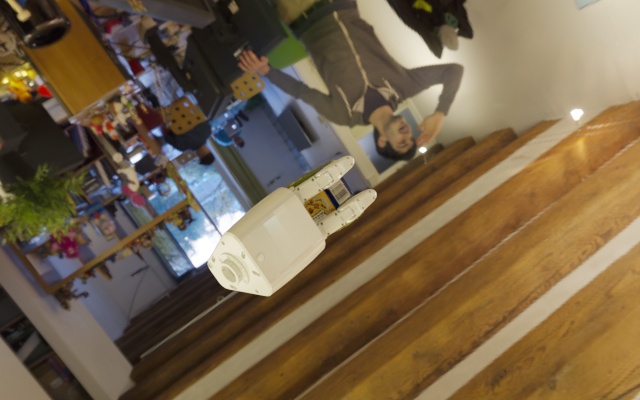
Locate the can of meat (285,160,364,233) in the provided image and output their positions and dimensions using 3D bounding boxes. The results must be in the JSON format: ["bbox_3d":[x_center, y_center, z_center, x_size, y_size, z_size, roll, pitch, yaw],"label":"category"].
[{"bbox_3d":[0.000,0.002,0.676,0.102,0.084,0.057,-25,11,45],"label":"can of meat"}]
